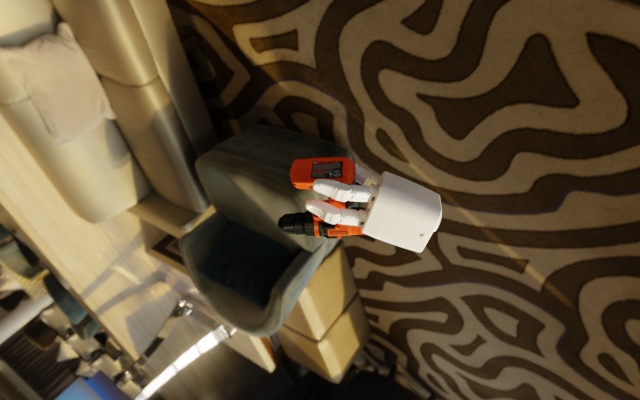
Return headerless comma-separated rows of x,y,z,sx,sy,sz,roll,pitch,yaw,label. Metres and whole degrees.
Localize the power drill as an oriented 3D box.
0.000,0.003,0.844,0.184,0.057,0.188,-3,-34,8,power drill
